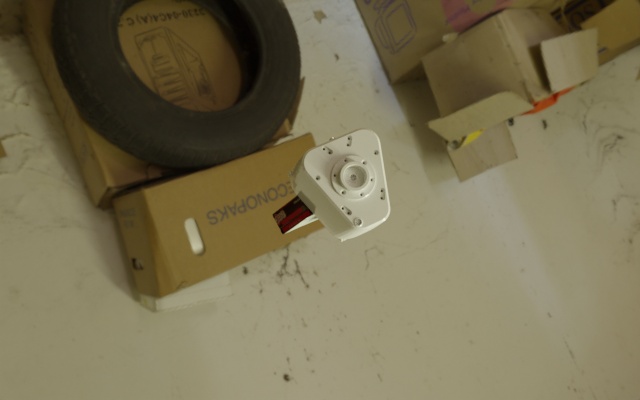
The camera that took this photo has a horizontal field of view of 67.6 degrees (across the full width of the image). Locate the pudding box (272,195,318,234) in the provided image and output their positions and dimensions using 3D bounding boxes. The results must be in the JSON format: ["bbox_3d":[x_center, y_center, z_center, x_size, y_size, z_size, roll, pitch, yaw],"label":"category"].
[{"bbox_3d":[0.000,0.002,0.678,0.113,0.039,0.090,-20,-8,-39],"label":"pudding box"}]
